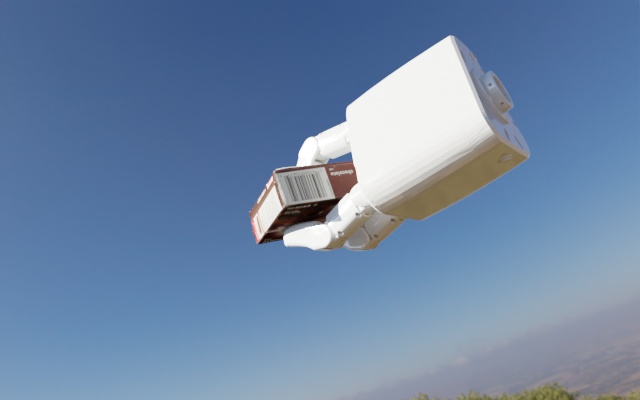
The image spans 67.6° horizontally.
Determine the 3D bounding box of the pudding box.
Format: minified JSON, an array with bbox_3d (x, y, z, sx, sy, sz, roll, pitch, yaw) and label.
[{"bbox_3d":[0.000,0.001,0.441,0.113,0.039,0.090,-6,-23,-25],"label":"pudding box"}]
